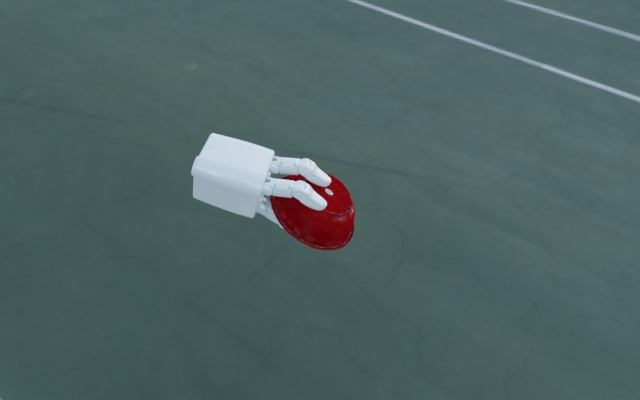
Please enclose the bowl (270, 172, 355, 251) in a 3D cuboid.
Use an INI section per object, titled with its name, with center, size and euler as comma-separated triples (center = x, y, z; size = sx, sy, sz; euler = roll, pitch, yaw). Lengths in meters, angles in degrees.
[bowl]
center = 0.002, 0.003, 0.801
size = 0.162, 0.162, 0.055
euler = 0, -38, -37
